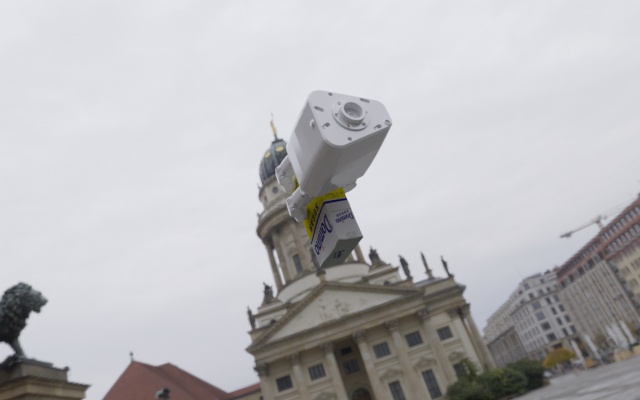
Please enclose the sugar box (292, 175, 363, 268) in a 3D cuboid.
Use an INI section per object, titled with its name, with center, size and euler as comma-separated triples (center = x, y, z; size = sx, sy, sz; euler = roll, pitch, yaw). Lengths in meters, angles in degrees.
[sugar box]
center = 0.000, 0.002, 0.716
size = 0.048, 0.176, 0.093
euler = -7, -29, -23
